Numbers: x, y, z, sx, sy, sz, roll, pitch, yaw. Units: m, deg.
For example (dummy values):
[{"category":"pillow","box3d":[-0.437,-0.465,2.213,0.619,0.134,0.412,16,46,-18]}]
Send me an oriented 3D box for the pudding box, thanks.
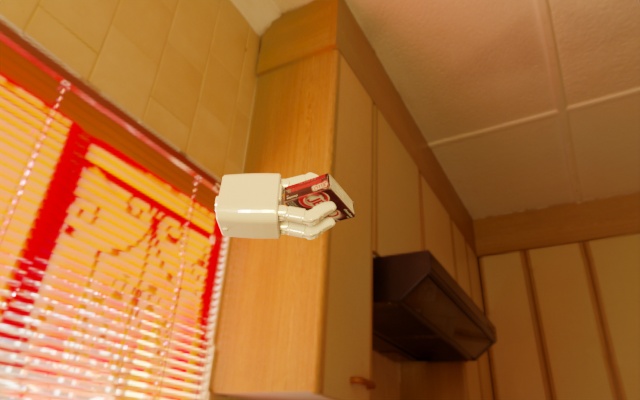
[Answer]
[{"category":"pudding box","box3d":[0.000,0.003,0.860,0.090,0.039,0.113,-16,-32,22]}]
